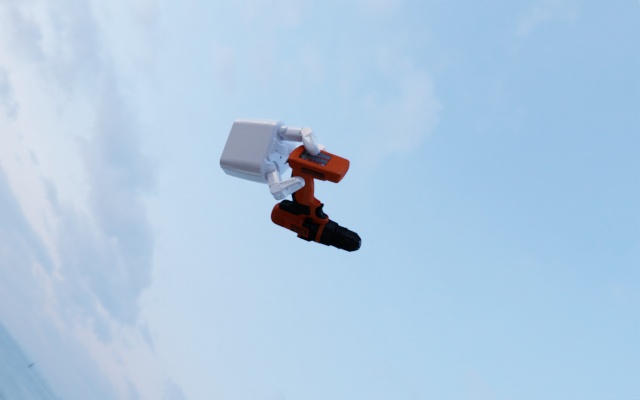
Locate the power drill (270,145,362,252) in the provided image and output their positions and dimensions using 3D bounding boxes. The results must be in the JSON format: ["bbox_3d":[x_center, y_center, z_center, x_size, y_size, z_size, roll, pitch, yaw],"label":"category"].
[{"bbox_3d":[0.000,0.002,0.866,0.184,0.188,0.057,19,40,11],"label":"power drill"}]
